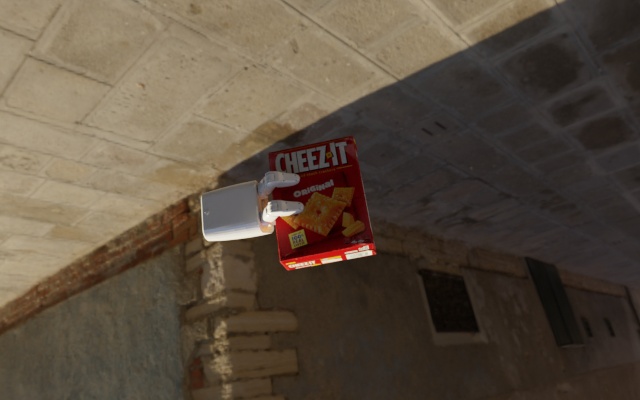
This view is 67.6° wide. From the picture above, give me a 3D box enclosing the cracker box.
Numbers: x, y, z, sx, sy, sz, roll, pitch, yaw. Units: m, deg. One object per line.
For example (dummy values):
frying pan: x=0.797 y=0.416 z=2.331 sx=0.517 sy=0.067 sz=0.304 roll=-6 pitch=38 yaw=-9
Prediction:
cracker box: x=0.000 y=0.003 z=0.858 sx=0.164 sy=0.213 sz=0.072 roll=-11 pitch=-22 yaw=5
